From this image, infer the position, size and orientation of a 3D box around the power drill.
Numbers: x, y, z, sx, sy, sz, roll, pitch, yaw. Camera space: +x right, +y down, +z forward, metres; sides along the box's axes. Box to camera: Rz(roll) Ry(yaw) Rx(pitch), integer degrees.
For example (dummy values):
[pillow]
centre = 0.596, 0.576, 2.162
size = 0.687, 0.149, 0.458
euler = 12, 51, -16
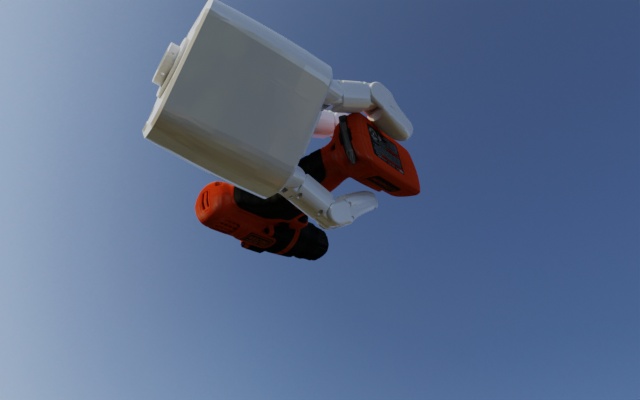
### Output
[power drill]
centre = 0.000, 0.001, 0.478
size = 0.188, 0.057, 0.184
euler = -29, -33, 27
